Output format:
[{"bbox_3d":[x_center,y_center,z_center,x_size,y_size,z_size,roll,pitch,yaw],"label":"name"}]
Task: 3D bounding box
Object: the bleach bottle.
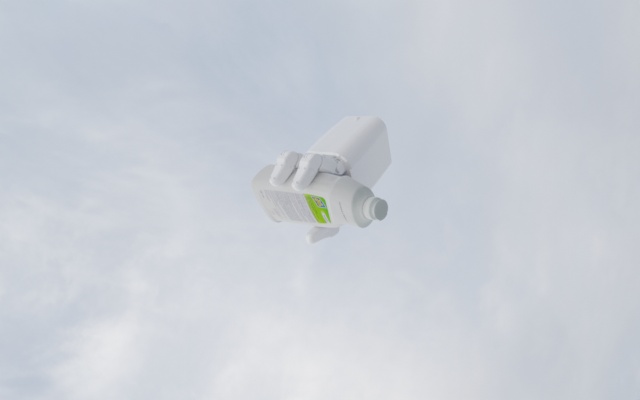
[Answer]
[{"bbox_3d":[0.000,0.002,0.721,0.251,0.103,0.068,11,50,47],"label":"bleach bottle"}]
